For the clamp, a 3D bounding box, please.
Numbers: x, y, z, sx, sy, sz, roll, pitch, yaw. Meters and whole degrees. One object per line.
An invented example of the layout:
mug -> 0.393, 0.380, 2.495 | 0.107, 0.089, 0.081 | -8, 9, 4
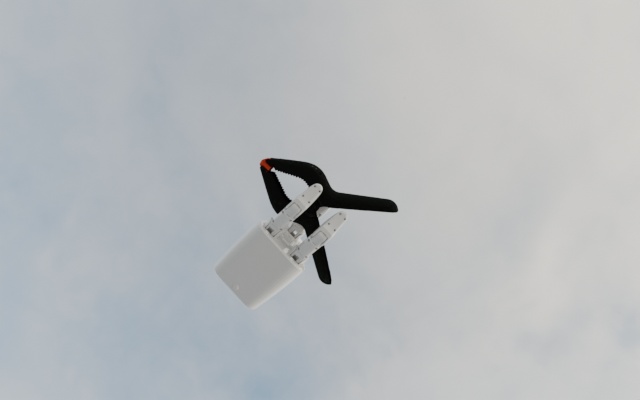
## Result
clamp -> 0.000, 0.002, 0.719 | 0.164, 0.210, 0.036 | -42, 3, 9
